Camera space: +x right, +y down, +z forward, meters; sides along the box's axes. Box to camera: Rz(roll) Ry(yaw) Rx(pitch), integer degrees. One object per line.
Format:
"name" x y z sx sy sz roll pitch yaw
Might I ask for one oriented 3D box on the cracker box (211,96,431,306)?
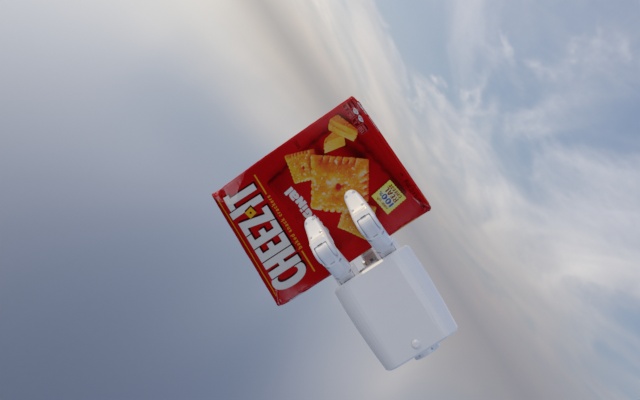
"cracker box" 0.000 0.002 0.583 0.214 0.164 0.072 -34 -10 7
